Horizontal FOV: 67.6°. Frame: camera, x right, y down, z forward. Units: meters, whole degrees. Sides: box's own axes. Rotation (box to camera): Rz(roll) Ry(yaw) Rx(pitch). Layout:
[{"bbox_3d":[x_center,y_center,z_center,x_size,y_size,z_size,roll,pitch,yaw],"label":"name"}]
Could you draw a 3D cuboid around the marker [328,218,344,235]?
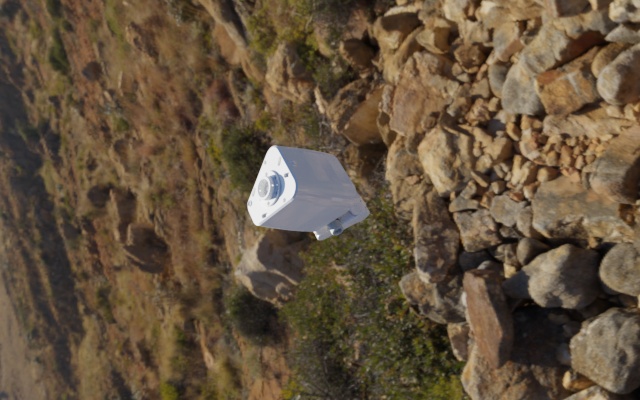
[{"bbox_3d":[0.000,0.002,0.728,0.020,0.121,0.020,-20,-36,-15],"label":"marker"}]
